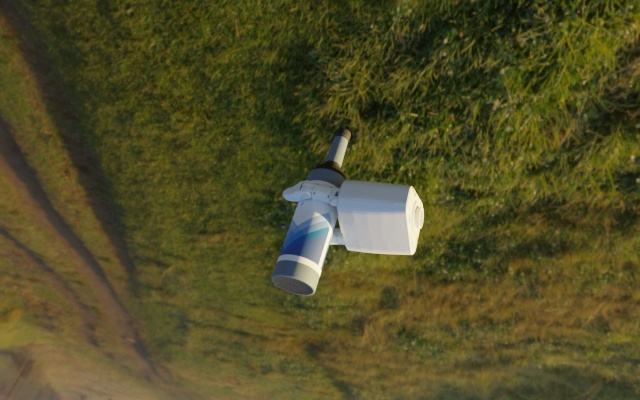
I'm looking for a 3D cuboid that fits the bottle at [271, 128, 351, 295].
[{"bbox_3d":[0.000,0.003,0.765,0.069,0.295,0.069,14,-30,8],"label":"bottle"}]
